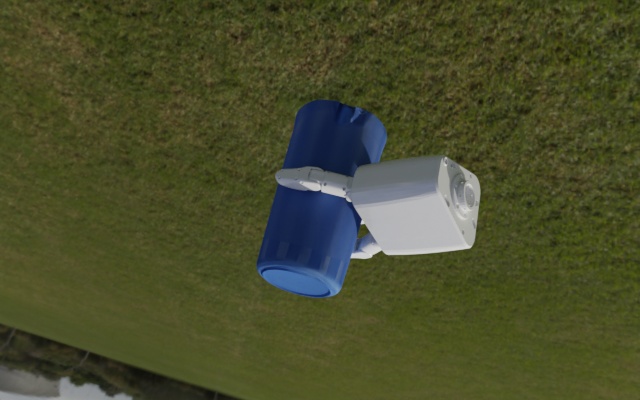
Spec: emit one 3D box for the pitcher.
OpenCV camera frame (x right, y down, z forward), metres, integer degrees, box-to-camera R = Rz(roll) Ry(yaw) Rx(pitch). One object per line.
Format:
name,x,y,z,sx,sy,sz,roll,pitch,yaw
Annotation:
pitcher,0.000,0.002,0.641,0.145,0.242,0.149,-7,-34,38
